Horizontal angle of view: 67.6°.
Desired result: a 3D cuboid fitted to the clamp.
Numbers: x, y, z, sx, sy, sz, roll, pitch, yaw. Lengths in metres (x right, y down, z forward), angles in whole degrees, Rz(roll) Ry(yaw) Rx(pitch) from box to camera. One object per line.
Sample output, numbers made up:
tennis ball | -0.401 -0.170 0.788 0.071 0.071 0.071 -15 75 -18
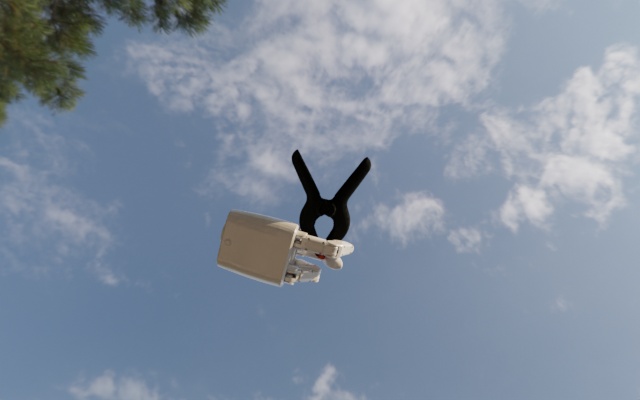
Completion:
clamp | 0.000 0.003 0.738 0.120 0.171 0.039 16 8 3
